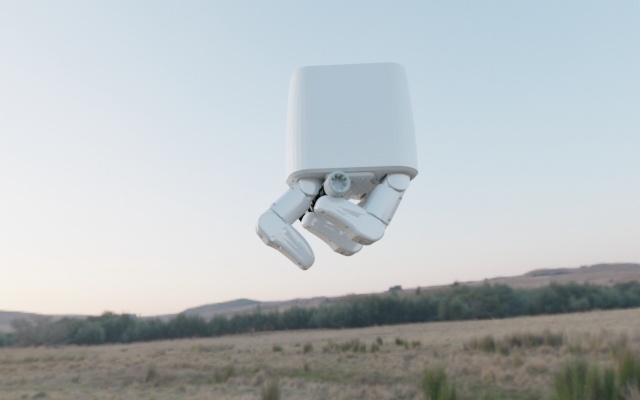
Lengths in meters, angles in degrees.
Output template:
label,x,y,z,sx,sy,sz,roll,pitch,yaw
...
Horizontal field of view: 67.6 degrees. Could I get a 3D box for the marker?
label,x,y,z,sx,sy,sz,roll,pitch,yaw
marker,0.000,0.001,0.436,0.020,0.020,0.121,0,-16,-15
